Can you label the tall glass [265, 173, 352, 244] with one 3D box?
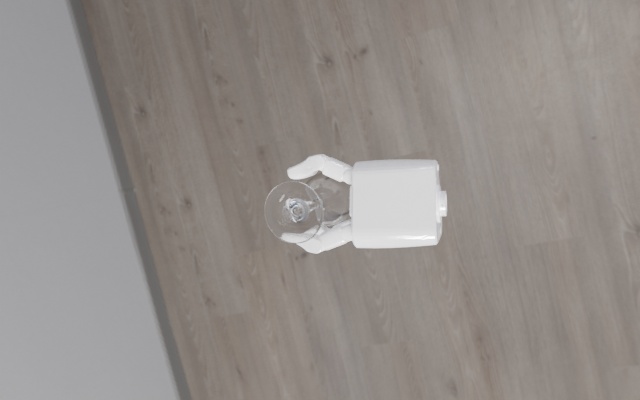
[{"bbox_3d":[0.000,0.002,0.651,0.079,0.079,0.201,0,7,19],"label":"tall glass"}]
